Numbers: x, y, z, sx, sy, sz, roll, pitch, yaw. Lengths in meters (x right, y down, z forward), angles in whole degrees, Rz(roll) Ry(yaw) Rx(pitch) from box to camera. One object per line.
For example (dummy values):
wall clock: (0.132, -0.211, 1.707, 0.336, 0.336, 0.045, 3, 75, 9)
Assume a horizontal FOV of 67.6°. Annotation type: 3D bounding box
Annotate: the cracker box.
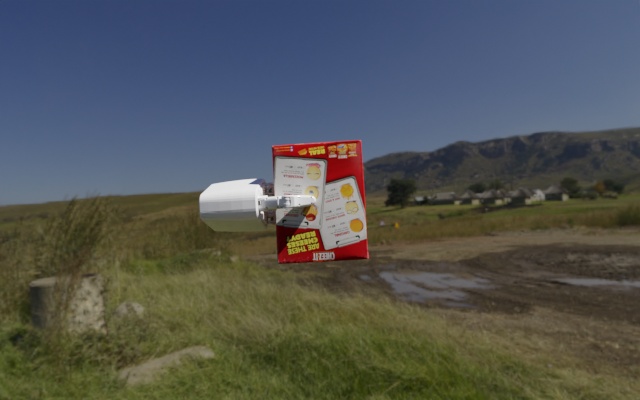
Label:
cracker box: (0.000, 0.003, 0.878, 0.164, 0.213, 0.072, -4, -1, 5)
